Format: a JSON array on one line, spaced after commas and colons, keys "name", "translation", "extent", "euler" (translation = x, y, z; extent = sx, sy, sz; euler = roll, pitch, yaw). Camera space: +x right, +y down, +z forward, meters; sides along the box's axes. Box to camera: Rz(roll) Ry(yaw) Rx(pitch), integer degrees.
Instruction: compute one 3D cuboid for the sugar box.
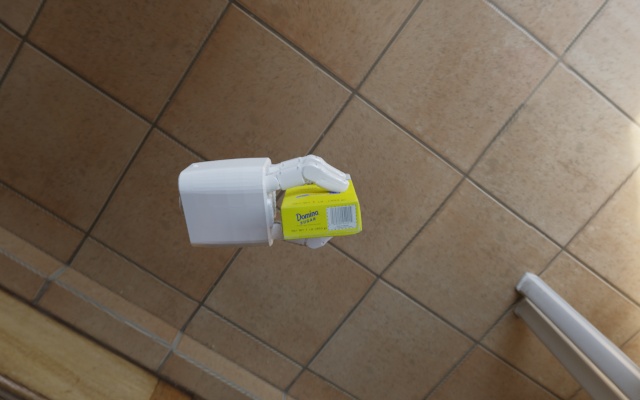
[{"name": "sugar box", "translation": [0.000, 0.002, 0.632], "extent": [0.093, 0.048, 0.176], "euler": [-4, 16, 0]}]
